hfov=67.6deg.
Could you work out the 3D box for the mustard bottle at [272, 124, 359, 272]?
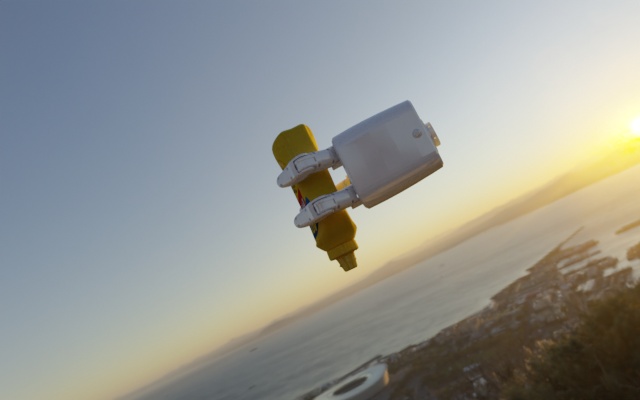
[{"bbox_3d":[0.000,0.002,0.623,0.058,0.191,0.096,-24,-10,-12],"label":"mustard bottle"}]
